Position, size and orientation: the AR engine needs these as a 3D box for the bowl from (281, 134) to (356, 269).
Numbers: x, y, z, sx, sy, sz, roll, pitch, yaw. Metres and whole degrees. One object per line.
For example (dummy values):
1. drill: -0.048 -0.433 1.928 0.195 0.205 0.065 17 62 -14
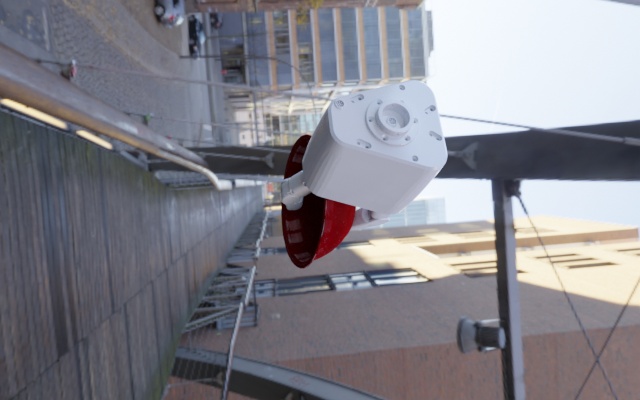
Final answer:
1. bowl: 0.000 0.002 0.587 0.055 0.162 0.162 3 -1 -22
